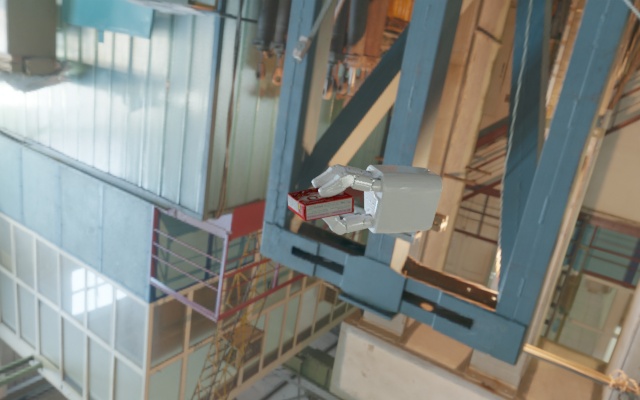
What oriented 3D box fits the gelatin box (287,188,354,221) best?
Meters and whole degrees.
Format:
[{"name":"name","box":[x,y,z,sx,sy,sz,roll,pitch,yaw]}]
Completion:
[{"name":"gelatin box","box":[0.000,0.003,0.779,0.089,0.030,0.073,-10,21,-23]}]
